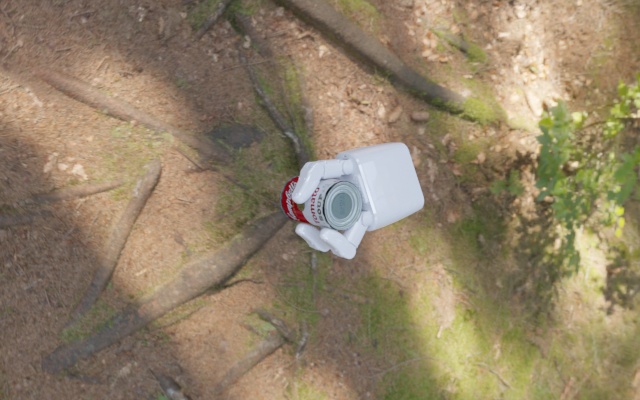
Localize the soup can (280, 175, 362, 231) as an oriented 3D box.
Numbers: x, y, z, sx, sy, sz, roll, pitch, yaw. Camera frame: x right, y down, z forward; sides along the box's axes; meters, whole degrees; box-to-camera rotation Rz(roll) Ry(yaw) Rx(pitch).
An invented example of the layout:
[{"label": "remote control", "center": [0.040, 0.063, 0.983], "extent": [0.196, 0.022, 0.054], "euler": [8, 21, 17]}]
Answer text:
[{"label": "soup can", "center": [0.000, 0.002, 0.660], "extent": [0.068, 0.068, 0.102], "euler": [0, 6, -38]}]
